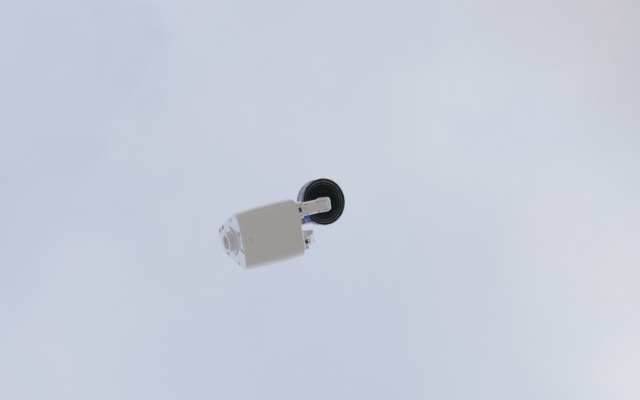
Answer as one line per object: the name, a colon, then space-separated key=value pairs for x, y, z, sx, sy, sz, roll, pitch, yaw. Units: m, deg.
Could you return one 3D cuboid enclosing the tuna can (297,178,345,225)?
tuna can: x=0.000 y=0.003 z=0.877 sx=0.086 sy=0.086 sz=0.034 roll=0 pitch=-3 yaw=-28
